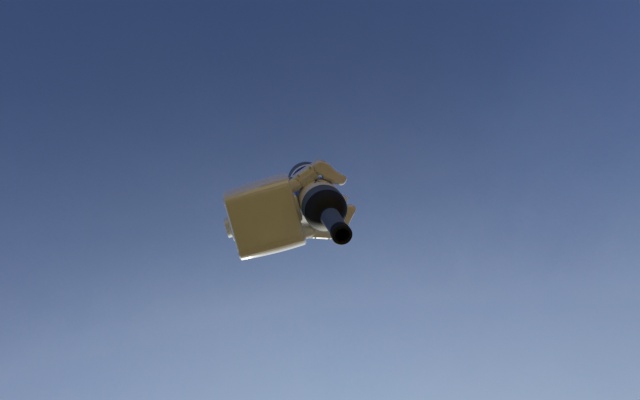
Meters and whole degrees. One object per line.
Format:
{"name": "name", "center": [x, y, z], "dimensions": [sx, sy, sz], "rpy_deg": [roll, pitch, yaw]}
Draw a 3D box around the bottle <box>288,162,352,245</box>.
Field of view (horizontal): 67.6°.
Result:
{"name": "bottle", "center": [0.000, 0.002, 0.749], "dimensions": [0.069, 0.069, 0.295], "rpy_deg": [0, 17, -11]}
